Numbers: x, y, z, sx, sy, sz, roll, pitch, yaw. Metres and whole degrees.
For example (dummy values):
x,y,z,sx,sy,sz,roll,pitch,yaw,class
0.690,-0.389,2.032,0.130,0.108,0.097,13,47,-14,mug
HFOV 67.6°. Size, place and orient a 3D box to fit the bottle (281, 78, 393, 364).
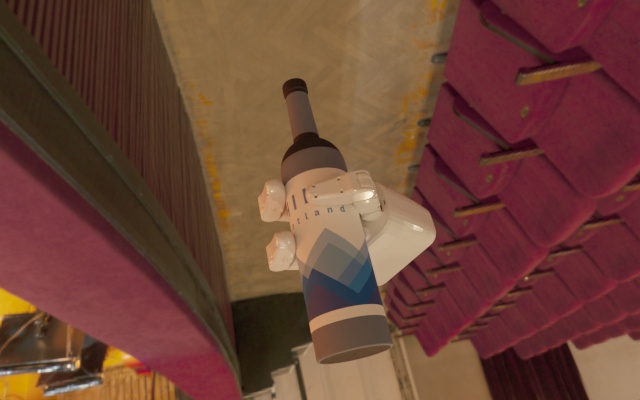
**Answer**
x,y,z,sx,sy,sz,roll,pitch,yaw,class
0.000,0.002,0.467,0.069,0.295,0.069,-10,-26,-5,bottle
